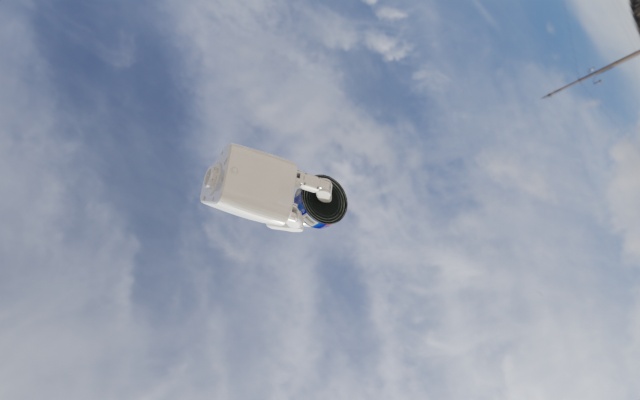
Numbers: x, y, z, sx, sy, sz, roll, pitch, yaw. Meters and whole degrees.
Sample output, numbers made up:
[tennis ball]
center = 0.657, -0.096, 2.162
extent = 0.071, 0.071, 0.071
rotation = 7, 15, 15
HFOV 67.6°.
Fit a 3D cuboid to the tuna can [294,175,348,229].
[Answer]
[tuna can]
center = 0.000, 0.003, 0.790
extent = 0.086, 0.086, 0.034
rotation = 0, -18, -31
